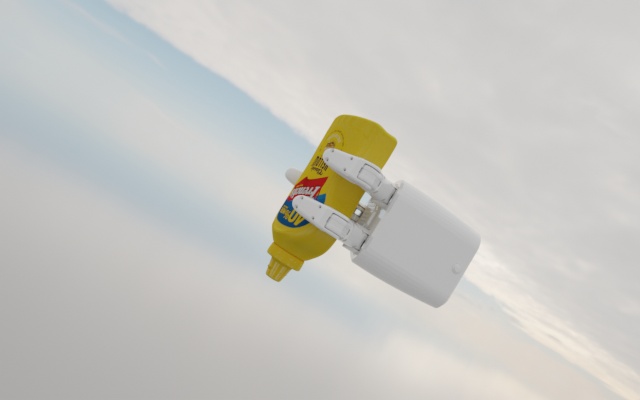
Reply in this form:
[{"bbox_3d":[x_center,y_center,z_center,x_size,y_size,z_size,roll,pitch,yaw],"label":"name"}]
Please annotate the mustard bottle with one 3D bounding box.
[{"bbox_3d":[0.000,0.001,0.512,0.058,0.191,0.096,34,-4,-32],"label":"mustard bottle"}]
